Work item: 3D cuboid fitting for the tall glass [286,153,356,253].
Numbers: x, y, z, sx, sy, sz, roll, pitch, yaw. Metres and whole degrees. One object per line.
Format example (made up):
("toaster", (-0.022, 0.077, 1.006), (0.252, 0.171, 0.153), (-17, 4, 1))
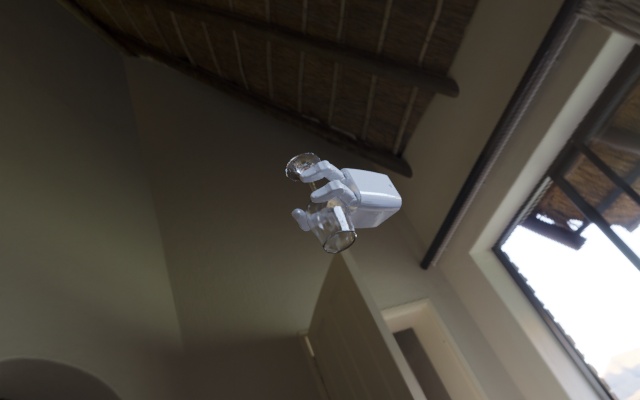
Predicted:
("tall glass", (0.000, 0.002, 0.898), (0.079, 0.201, 0.079), (-15, -39, -13))
